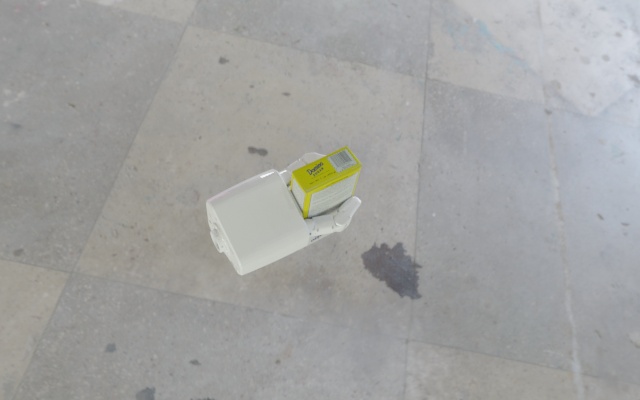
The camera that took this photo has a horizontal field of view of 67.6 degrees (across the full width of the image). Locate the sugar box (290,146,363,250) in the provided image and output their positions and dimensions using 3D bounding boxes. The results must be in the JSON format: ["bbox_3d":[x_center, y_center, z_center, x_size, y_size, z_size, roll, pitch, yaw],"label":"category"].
[{"bbox_3d":[0.000,0.002,0.708,0.093,0.048,0.176,-26,-22,-22],"label":"sugar box"}]
